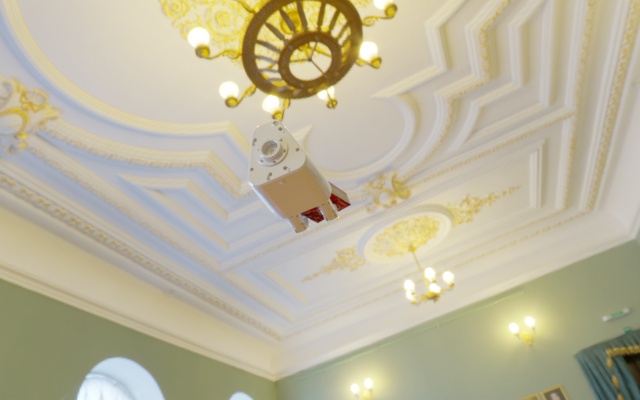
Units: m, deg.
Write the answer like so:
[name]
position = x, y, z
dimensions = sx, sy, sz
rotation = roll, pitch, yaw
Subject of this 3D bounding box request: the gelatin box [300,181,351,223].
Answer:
[gelatin box]
position = 0.000, 0.002, 0.827
dimensions = 0.073, 0.030, 0.089
rotation = -30, -29, 19
